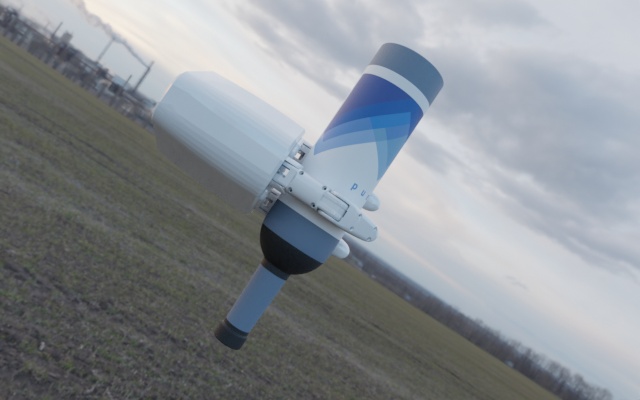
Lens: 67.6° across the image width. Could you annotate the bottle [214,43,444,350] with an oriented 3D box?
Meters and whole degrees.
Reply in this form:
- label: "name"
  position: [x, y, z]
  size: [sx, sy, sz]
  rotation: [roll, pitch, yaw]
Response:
- label: "bottle"
  position: [0.000, 0.001, 0.424]
  size: [0.069, 0.295, 0.069]
  rotation: [34, -2, 1]
